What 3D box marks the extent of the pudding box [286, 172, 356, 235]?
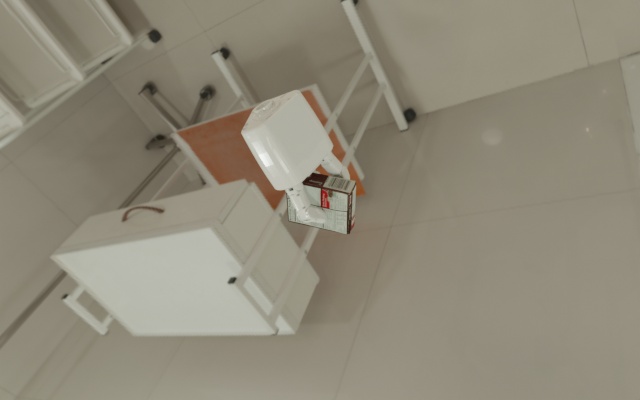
[{"bbox_3d":[0.000,0.003,0.786,0.113,0.090,0.039,13,42,17],"label":"pudding box"}]
